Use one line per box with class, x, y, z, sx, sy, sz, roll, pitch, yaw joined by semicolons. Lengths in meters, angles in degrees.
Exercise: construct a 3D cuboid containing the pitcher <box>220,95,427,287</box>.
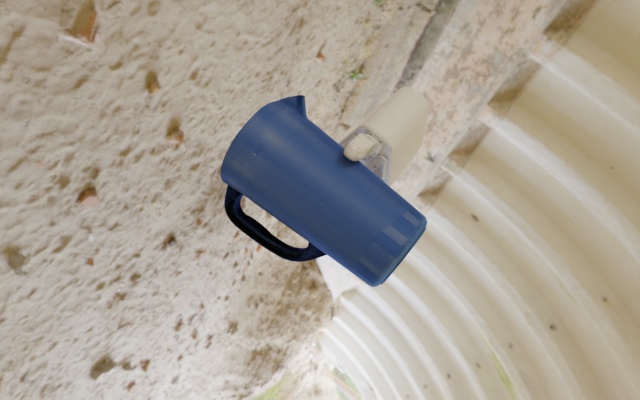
pitcher;0.000;0.002;0.597;0.243;0.145;0.149;38;-31;9
